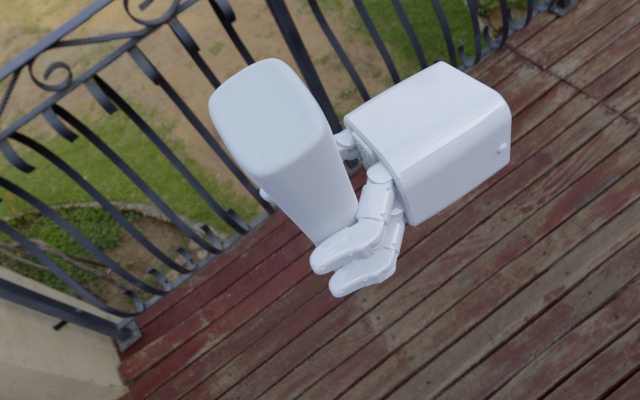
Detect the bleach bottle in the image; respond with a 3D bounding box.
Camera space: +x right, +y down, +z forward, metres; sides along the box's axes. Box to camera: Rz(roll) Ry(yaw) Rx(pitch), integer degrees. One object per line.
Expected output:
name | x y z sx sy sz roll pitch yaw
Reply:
bleach bottle | 0.000 0.001 0.418 0.068 0.102 0.251 -33 -34 0
